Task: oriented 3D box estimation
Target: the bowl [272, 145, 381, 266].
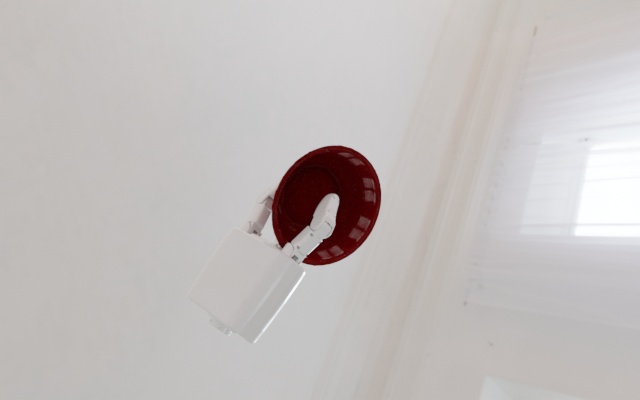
[{"bbox_3d":[0.001,0.001,0.635,0.162,0.162,0.055,0,16,-29],"label":"bowl"}]
